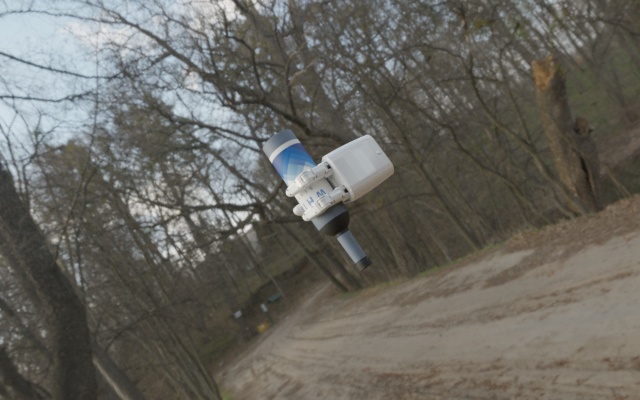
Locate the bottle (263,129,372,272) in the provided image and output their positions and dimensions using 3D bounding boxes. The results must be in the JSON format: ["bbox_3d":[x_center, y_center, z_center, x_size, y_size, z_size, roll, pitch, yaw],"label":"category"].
[{"bbox_3d":[0.000,0.003,0.890,0.069,0.295,0.069,-34,-10,-7],"label":"bottle"}]
